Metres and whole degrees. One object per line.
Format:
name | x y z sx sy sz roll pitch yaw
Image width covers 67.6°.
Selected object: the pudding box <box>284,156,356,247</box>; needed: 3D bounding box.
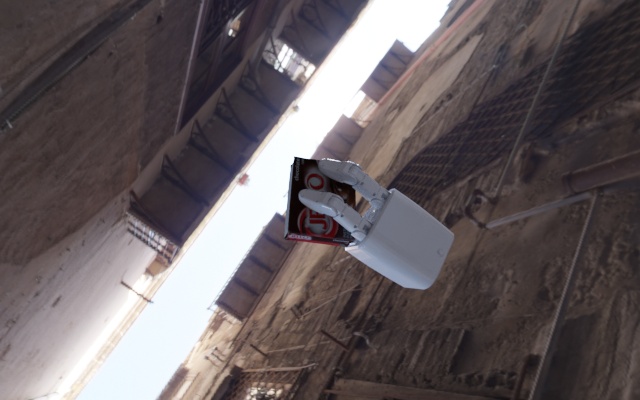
pudding box | 0.000 0.002 0.646 0.090 0.113 0.039 8 -25 -14
